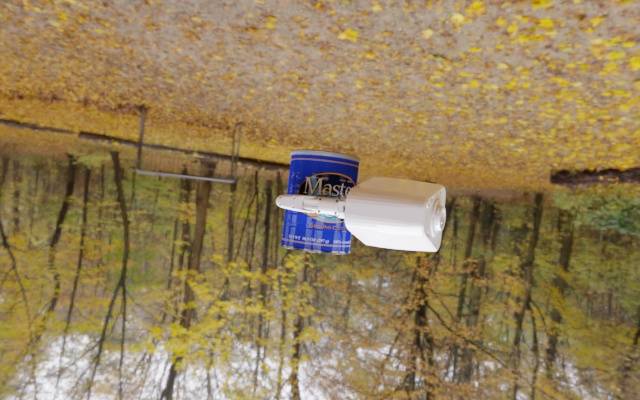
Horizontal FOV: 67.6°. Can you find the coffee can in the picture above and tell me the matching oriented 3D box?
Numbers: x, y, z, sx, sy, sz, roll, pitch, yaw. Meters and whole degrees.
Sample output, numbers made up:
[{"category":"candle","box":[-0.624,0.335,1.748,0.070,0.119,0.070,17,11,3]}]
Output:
[{"category":"coffee can","box":[0.000,0.002,0.700,0.103,0.140,0.103,6,-1,0]}]
